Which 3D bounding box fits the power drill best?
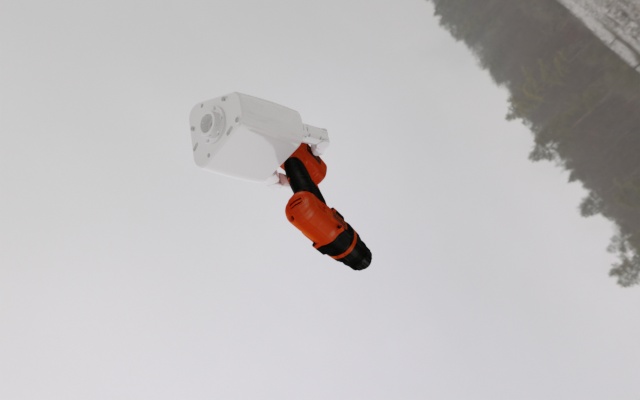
[{"bbox_3d":[0.000,0.002,0.694,0.057,0.187,0.184,-35,-44,10],"label":"power drill"}]
